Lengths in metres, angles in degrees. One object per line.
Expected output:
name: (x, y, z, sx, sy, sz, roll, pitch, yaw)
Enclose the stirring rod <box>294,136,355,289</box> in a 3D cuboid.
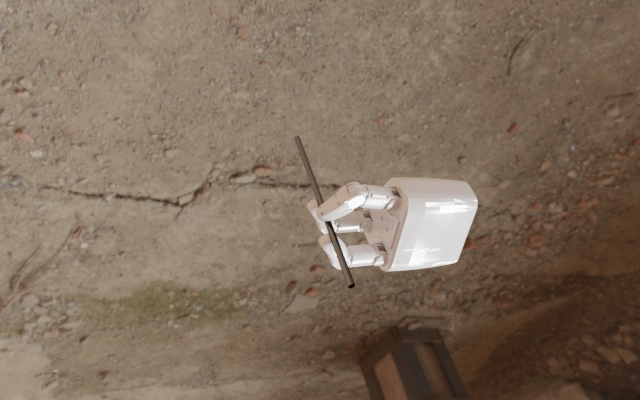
stirring rod: (0.000, 0.002, 0.568, 0.011, 0.239, 0.011, -12, -41, -10)
